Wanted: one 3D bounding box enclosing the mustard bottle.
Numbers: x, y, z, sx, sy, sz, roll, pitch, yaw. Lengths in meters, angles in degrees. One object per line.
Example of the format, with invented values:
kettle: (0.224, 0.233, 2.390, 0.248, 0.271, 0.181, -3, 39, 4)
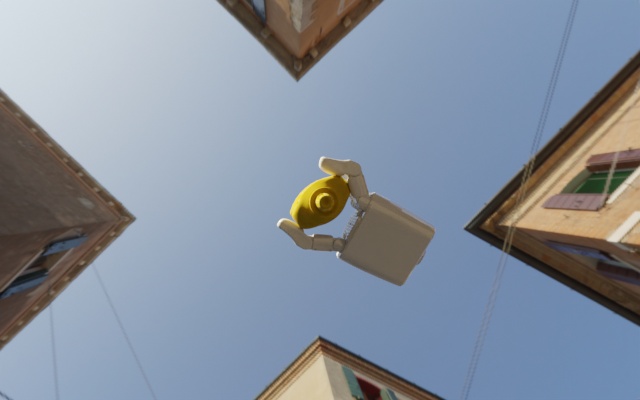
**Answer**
mustard bottle: (0.000, 0.002, 0.718, 0.096, 0.058, 0.191, -39, 3, -3)
